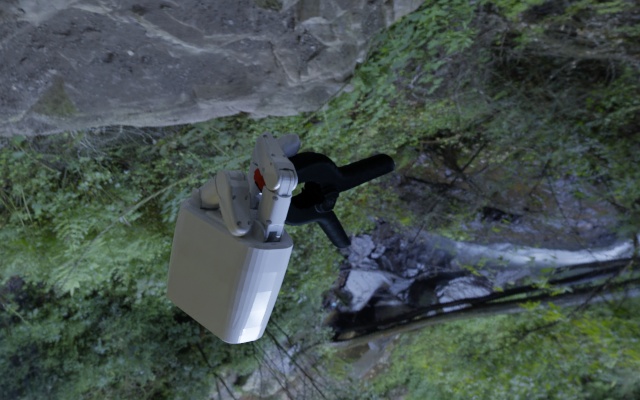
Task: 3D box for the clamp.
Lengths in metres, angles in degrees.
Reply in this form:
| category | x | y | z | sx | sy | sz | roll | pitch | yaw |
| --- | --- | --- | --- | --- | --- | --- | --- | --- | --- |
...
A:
| category | x | y | z | sx | sy | sz | roll | pitch | yaw |
| --- | --- | --- | --- | --- | --- | --- | --- | --- | --- |
| clamp | 0.000 | 0.002 | 0.498 | 0.171 | 0.120 | 0.039 | 2 | 23 | -41 |
